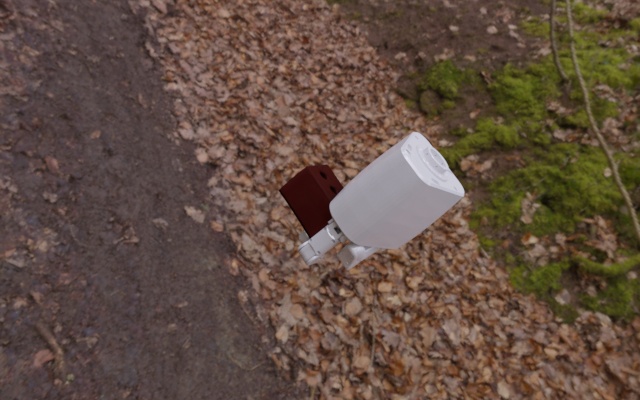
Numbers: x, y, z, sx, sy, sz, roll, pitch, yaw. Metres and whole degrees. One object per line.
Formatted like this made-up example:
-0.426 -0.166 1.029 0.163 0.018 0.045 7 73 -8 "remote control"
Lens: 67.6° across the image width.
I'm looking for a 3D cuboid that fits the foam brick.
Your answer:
0.000 0.002 0.572 0.051 0.078 0.053 -42 -15 29 "foam brick"
